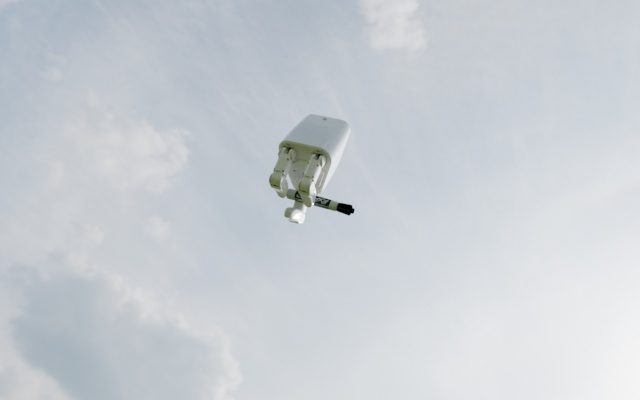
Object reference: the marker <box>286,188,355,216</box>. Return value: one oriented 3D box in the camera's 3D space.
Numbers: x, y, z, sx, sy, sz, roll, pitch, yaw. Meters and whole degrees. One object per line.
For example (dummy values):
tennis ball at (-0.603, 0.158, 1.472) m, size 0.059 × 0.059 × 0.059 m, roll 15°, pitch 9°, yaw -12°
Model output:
marker at (0.000, 0.003, 0.811) m, size 0.121 × 0.020 × 0.020 m, roll 15°, pitch 5°, yaw 18°
